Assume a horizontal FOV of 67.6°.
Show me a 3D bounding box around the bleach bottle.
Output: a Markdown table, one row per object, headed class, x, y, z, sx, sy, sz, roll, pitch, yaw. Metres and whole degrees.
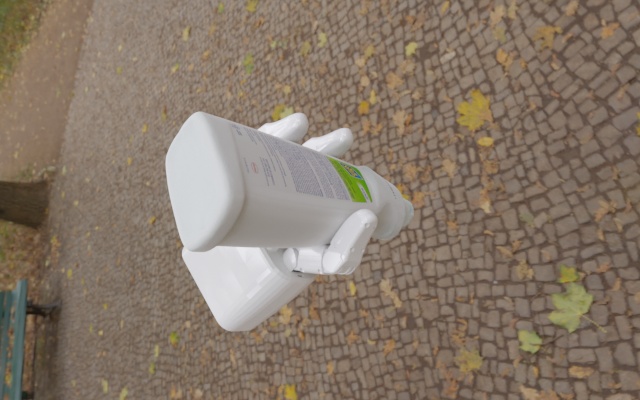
| class | x | y | z | sx | sy | sz | roll | pitch | yaw |
| --- | --- | --- | --- | --- | --- | --- | --- | --- | --- |
| bleach bottle | 0.000 | 0.001 | 0.414 | 0.251 | 0.102 | 0.068 | 12 | -47 | -43 |
